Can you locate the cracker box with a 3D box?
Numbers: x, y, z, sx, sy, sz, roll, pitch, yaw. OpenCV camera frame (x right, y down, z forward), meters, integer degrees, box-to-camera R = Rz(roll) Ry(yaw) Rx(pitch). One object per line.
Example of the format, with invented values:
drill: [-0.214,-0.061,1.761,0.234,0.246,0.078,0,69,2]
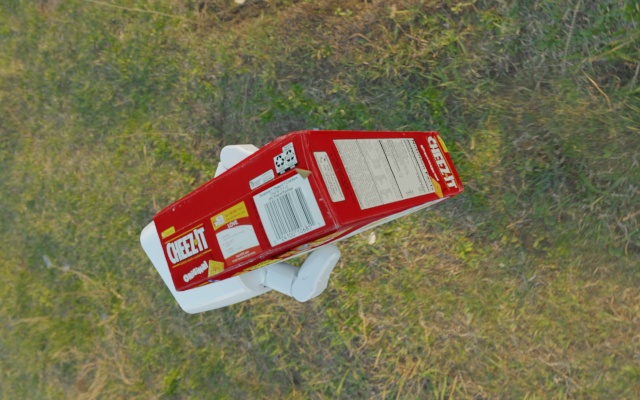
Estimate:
cracker box: [0.000,0.002,0.402,0.164,0.072,0.213,-25,-8,35]
